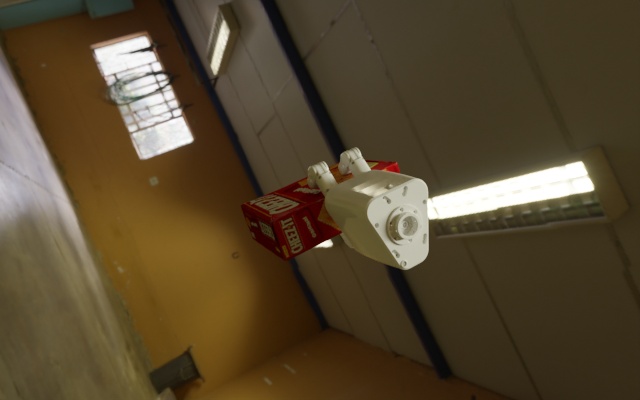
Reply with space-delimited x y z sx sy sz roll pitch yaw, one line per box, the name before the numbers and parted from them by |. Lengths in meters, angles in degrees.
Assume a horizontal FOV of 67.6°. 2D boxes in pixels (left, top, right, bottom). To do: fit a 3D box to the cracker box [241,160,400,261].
cracker box | 0.000 0.003 0.748 0.213 0.072 0.164 -24 16 -20
